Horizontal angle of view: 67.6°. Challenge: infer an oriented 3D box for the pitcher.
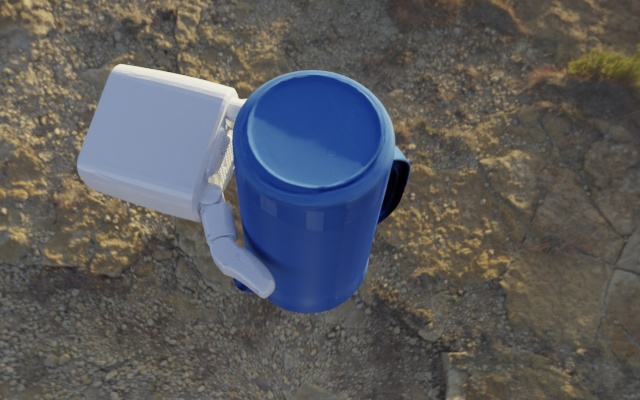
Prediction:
[{"bbox_3d":[0.000,0.001,0.416,0.145,0.149,0.243,17,-25,5],"label":"pitcher"}]
